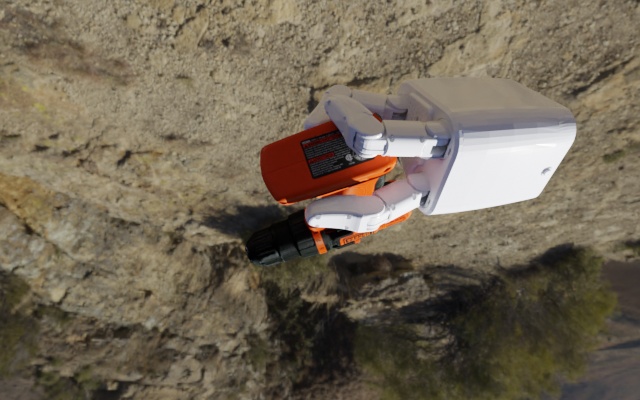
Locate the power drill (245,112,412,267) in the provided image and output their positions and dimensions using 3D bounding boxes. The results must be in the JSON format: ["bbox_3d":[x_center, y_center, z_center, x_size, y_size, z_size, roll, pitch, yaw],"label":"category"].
[{"bbox_3d":[0.000,0.001,0.449,0.184,0.057,0.188,-21,-21,-2],"label":"power drill"}]
